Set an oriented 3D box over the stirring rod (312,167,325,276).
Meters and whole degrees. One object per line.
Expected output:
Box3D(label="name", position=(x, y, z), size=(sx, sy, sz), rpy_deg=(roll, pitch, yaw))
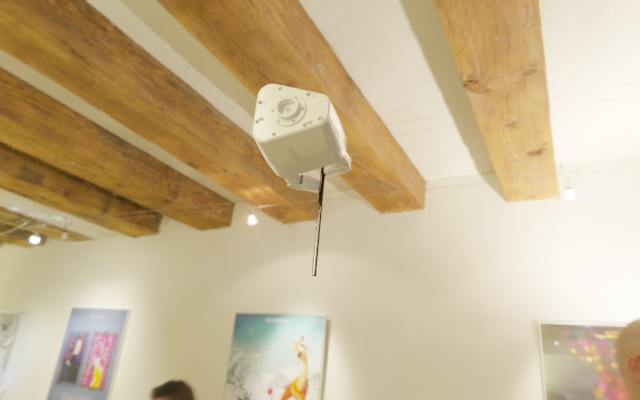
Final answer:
Box3D(label="stirring rod", position=(0.000, 0.003, 0.766), size=(0.011, 0.239, 0.011), rpy_deg=(4, -21, 2))
